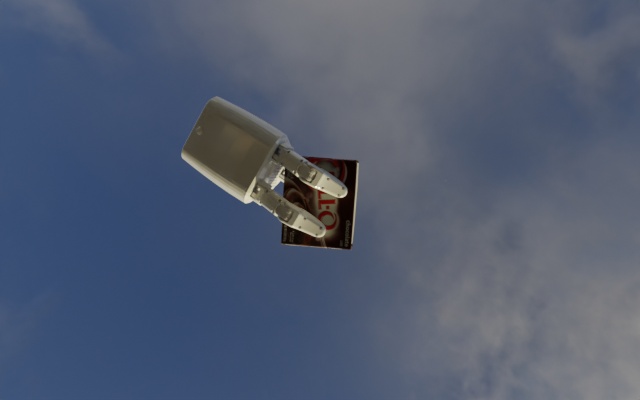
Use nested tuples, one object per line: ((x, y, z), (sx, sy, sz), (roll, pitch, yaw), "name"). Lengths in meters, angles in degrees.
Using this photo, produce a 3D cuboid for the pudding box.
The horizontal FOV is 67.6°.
((0.000, 0.002, 0.602), (0.090, 0.113, 0.039), (4, 6, 10), "pudding box")
